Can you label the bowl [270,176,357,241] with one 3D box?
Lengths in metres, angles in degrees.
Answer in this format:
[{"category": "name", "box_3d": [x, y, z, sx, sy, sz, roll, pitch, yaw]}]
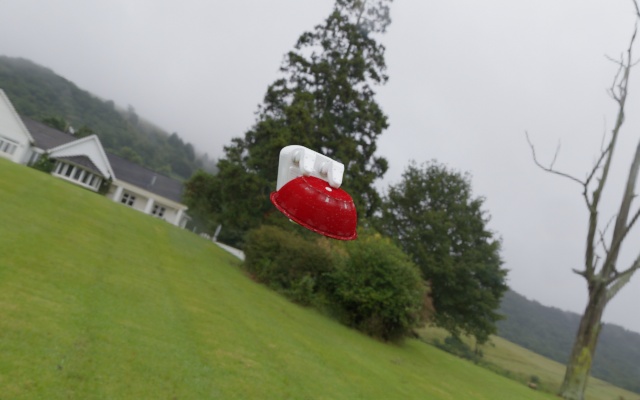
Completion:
[{"category": "bowl", "box_3d": [0.001, 0.003, 0.795, 0.162, 0.055, 0.162, 25, 15, -7]}]
